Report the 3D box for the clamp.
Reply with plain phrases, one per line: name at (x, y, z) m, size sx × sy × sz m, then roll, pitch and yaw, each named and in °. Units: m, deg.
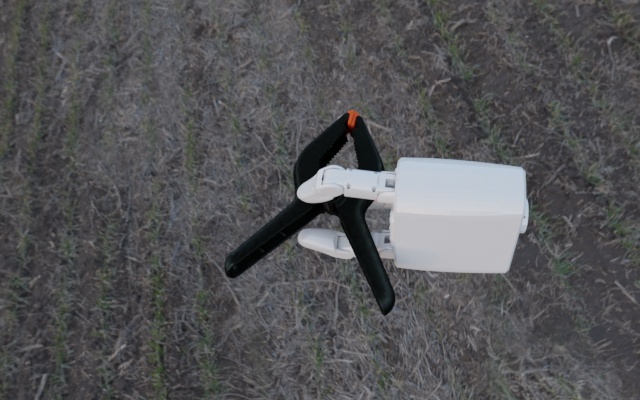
clamp at (0.000, 0.001, 0.478) m, size 0.164 × 0.210 × 0.036 m, roll 5°, pitch -25°, yaw 10°
